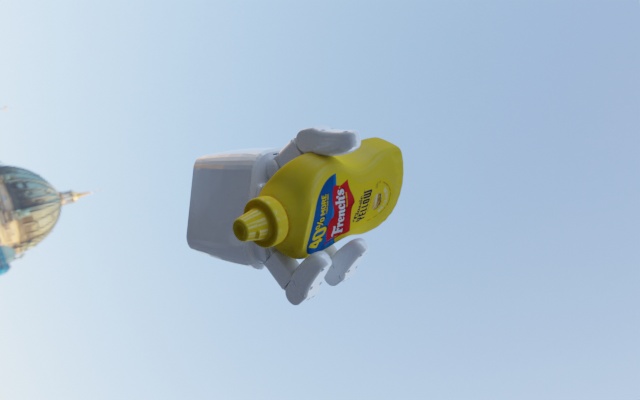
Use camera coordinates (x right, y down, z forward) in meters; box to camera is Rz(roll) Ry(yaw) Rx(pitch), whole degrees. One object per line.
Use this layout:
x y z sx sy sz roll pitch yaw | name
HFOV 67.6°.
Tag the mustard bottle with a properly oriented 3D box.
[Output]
0.000 0.001 0.431 0.058 0.096 0.191 32 32 31 | mustard bottle
